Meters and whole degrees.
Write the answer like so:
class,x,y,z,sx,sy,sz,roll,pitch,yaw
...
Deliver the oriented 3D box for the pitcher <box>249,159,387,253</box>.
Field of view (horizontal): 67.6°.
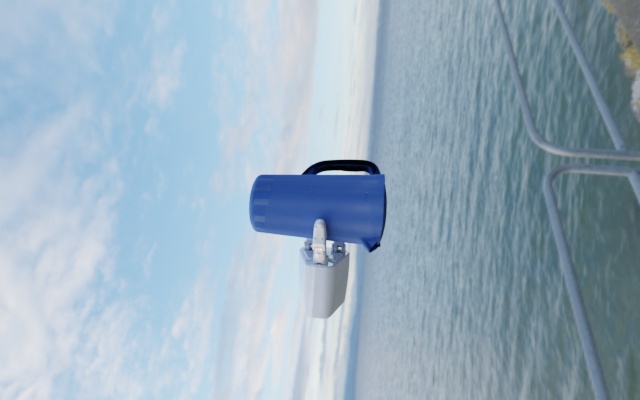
class,x,y,z,sx,sy,sz,roll,pitch,yaw
pitcher,0.000,0.003,0.880,0.243,0.145,0.149,4,15,6
